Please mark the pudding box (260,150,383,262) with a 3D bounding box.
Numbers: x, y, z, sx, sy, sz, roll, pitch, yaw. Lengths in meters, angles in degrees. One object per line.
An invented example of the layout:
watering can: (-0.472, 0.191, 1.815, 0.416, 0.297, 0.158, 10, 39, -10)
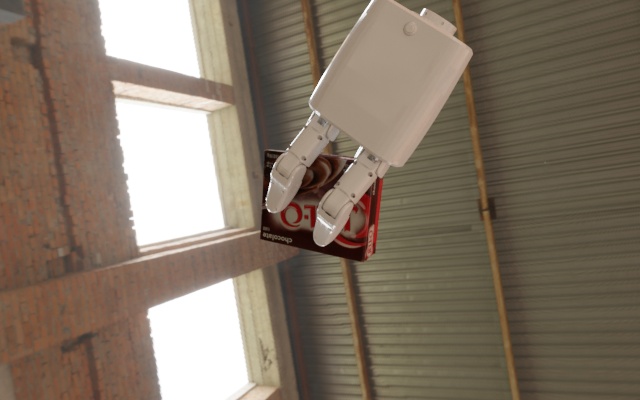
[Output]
pudding box: (0.000, 0.001, 0.451, 0.113, 0.090, 0.039, 10, 12, 26)
